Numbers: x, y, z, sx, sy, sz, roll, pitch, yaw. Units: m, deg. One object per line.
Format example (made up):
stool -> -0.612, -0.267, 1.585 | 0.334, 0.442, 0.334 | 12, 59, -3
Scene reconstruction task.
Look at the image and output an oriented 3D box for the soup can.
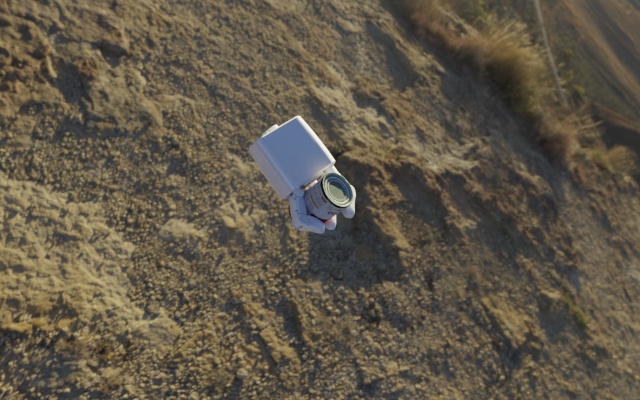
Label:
soup can -> 0.001, 0.003, 0.824 | 0.068, 0.068, 0.102 | 0, -25, -40
